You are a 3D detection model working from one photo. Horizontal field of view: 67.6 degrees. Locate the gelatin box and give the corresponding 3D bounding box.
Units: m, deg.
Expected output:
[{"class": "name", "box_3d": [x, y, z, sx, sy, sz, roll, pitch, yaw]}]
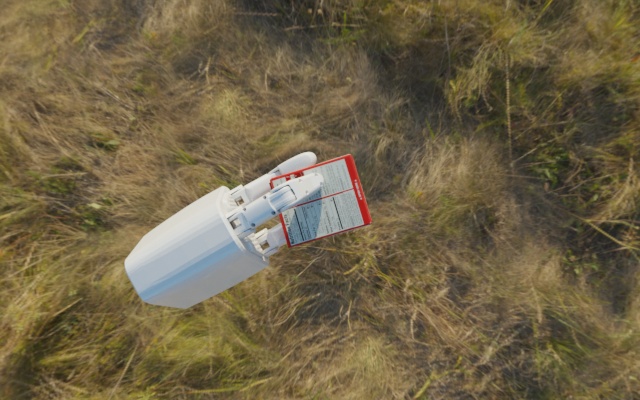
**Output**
[{"class": "gelatin box", "box_3d": [0.000, 0.001, 0.485, 0.089, 0.073, 0.030, -17, -5, 4]}]
